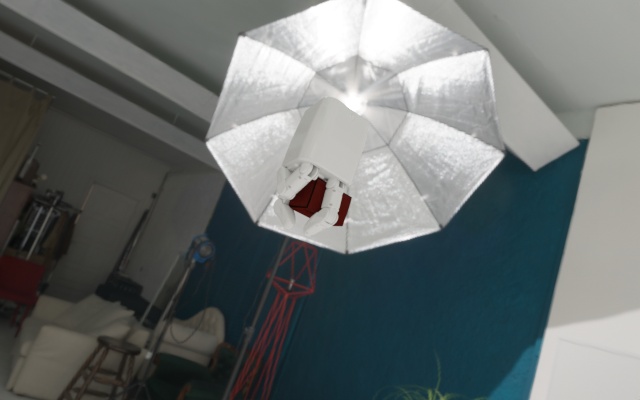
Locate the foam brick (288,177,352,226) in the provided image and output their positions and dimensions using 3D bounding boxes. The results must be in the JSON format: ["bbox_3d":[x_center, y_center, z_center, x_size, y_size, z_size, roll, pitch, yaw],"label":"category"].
[{"bbox_3d":[0.000,0.003,0.739,0.078,0.051,0.053,29,-16,-36],"label":"foam brick"}]
